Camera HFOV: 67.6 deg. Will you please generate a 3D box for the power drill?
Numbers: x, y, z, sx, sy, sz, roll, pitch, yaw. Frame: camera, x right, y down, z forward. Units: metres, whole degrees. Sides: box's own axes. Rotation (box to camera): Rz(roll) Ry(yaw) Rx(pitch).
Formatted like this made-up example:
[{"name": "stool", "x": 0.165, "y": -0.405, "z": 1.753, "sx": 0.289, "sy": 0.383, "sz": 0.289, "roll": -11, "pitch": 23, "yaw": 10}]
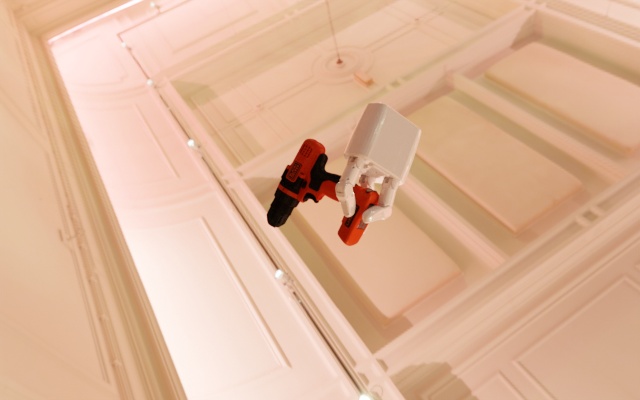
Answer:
[{"name": "power drill", "x": 0.001, "y": 0.003, "z": 0.867, "sx": 0.187, "sy": 0.184, "sz": 0.057, "roll": 33, "pitch": 12, "yaw": 25}]
